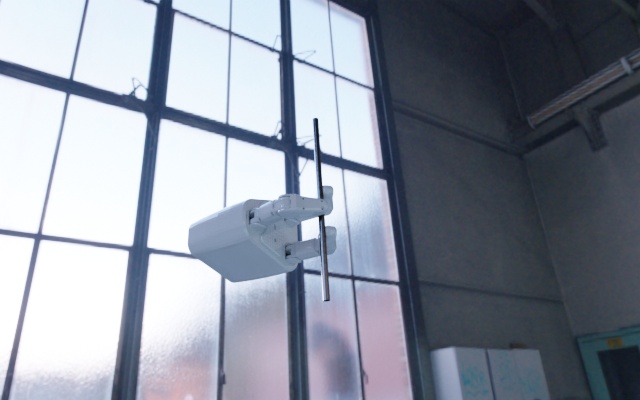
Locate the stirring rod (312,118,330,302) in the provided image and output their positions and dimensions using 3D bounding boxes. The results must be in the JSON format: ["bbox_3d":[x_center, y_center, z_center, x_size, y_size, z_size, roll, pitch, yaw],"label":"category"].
[{"bbox_3d":[0.000,0.002,0.578,0.011,0.239,0.011,-3,-25,-1],"label":"stirring rod"}]
